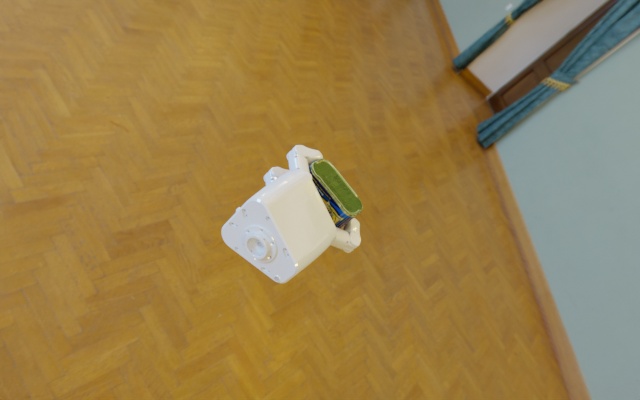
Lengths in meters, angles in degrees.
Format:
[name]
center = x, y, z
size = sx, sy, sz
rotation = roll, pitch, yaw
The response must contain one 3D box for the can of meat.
[can of meat]
center = 0.000, 0.002, 0.694
size = 0.084, 0.102, 0.057
rotation = -42, -4, 35
